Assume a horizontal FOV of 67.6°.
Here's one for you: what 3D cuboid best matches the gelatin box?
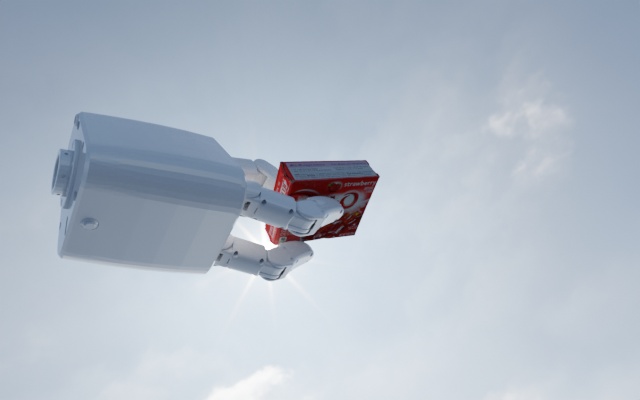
[{"bbox_3d":[0.000,0.001,0.428,0.089,0.073,0.030,-4,42,-29],"label":"gelatin box"}]
